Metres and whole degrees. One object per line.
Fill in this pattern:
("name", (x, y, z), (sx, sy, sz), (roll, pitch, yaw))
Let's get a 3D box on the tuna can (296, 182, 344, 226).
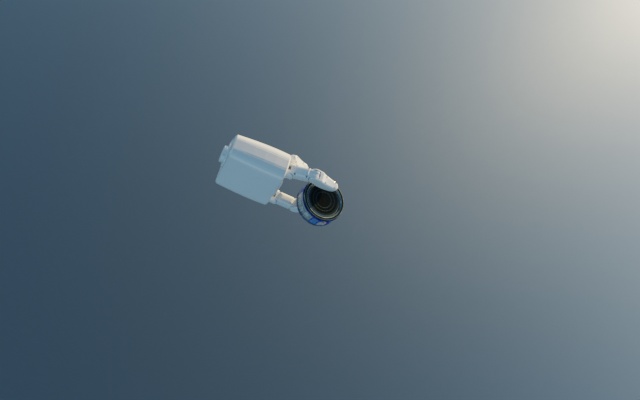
("tuna can", (0.000, 0.003, 0.894), (0.086, 0.086, 0.034), (0, -19, -28))
